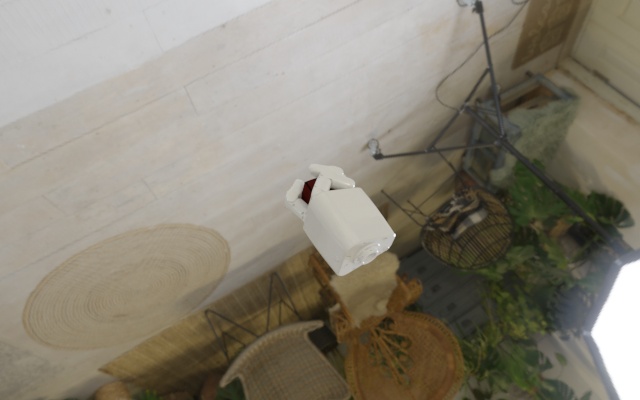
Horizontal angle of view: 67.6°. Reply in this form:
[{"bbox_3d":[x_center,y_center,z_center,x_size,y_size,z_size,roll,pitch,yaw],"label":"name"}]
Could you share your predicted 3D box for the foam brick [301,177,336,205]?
[{"bbox_3d":[0.000,0.003,0.830,0.053,0.051,0.078,-20,-32,-27],"label":"foam brick"}]
